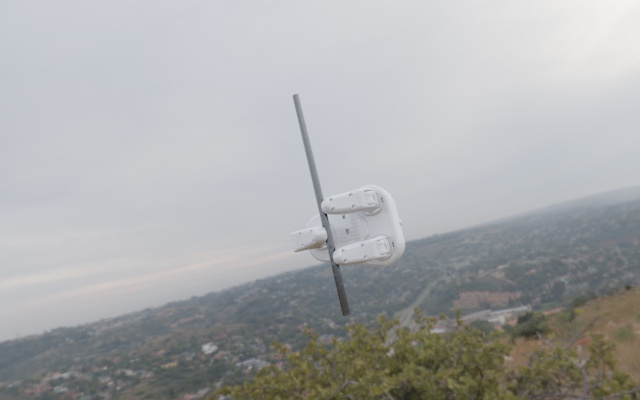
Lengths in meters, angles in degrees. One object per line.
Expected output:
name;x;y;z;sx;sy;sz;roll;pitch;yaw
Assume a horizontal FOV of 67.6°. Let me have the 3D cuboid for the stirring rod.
stirring rod;0.000;0.002;0.505;0.011;0.239;0.011;-13;-7;-2
